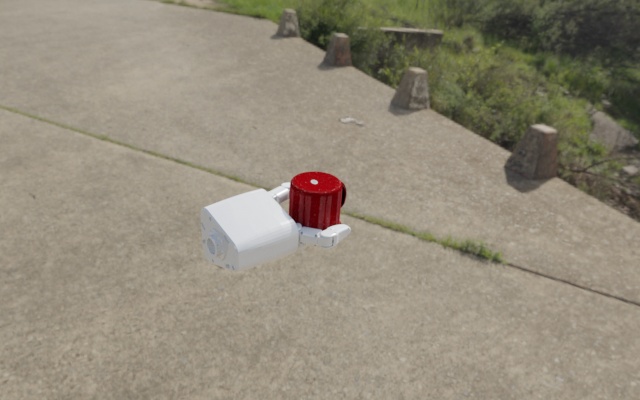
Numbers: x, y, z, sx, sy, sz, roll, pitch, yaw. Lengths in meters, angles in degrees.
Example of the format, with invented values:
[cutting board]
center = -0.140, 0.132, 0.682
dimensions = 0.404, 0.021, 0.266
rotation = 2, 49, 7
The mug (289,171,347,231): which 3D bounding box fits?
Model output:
[mug]
center = 0.001, 0.002, 0.762
dimensions = 0.117, 0.081, 0.093
rotation = -21, 36, -39
